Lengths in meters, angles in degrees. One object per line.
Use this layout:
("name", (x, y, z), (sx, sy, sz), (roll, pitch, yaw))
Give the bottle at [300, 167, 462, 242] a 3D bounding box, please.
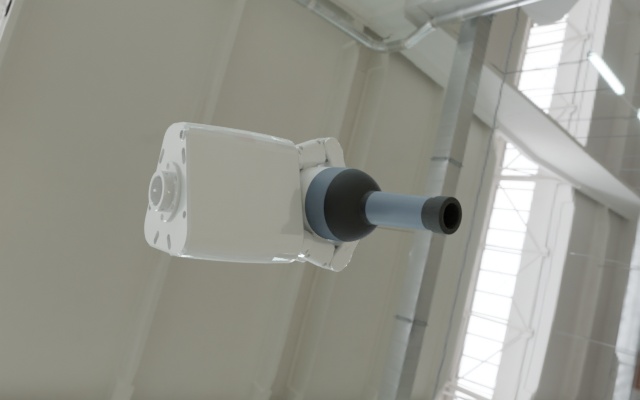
("bottle", (0.000, 0.001, 0.453), (0.069, 0.069, 0.295), (0, 4, -40))
